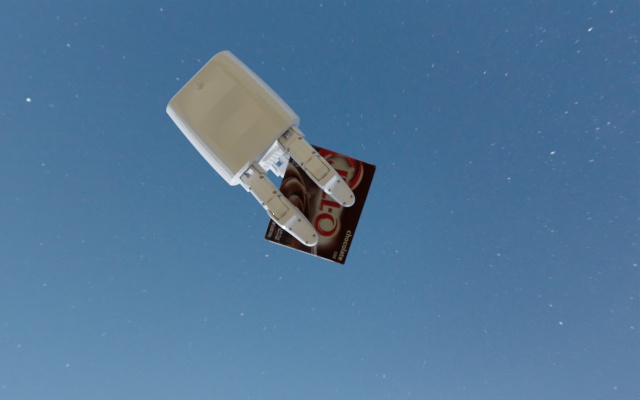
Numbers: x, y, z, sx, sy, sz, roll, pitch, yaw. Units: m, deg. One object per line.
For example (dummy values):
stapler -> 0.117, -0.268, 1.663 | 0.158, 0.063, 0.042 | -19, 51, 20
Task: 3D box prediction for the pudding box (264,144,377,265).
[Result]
pudding box -> 0.000, 0.002, 0.513 | 0.090, 0.113, 0.039 | 18, 3, 1
